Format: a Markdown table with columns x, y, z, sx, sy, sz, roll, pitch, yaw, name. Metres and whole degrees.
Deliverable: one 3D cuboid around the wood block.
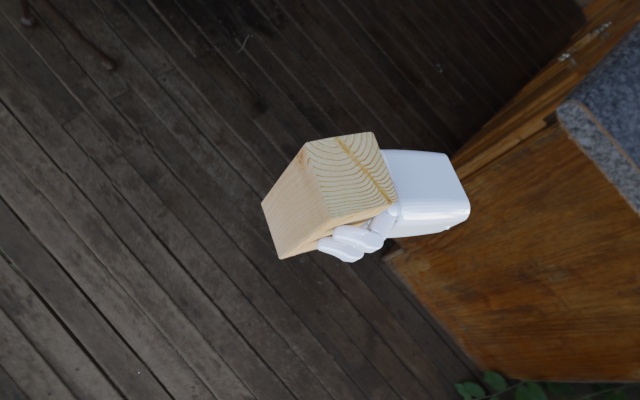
| x | y | z | sx | sy | sz | roll | pitch | yaw | name |
| --- | --- | --- | --- | --- | --- | --- | --- | --- | --- |
| 0.000 | 0.002 | 0.612 | 0.090 | 0.091 | 0.206 | -13 | -13 | -24 | wood block |
